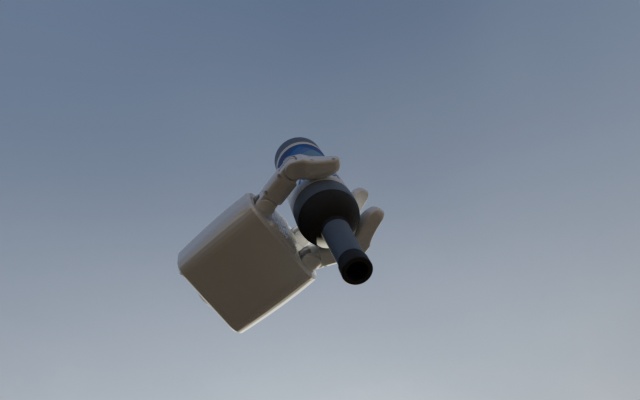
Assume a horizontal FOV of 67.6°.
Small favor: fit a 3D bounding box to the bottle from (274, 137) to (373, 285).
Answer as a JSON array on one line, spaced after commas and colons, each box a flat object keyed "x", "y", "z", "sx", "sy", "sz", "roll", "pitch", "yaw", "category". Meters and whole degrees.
[{"x": 0.000, "y": 0.002, "z": 0.525, "sx": 0.069, "sy": 0.069, "sz": 0.295, "roll": 0, "pitch": 23, "yaw": -13, "category": "bottle"}]
